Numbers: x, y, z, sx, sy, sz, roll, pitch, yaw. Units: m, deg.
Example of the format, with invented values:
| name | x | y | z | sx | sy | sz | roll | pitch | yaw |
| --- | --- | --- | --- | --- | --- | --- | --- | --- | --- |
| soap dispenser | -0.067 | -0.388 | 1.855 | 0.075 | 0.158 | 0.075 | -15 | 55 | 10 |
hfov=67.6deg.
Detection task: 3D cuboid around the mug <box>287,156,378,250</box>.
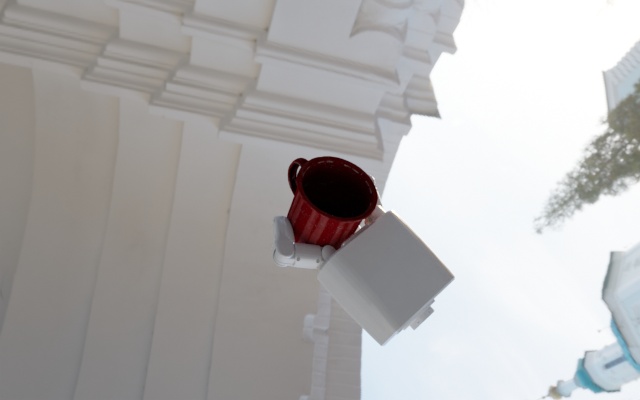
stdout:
| name | x | y | z | sx | sy | sz | roll | pitch | yaw |
| --- | --- | --- | --- | --- | --- | --- | --- | --- | --- |
| mug | -0.001 | 0.001 | 0.553 | 0.093 | 0.117 | 0.081 | -28 | -24 | -36 |
